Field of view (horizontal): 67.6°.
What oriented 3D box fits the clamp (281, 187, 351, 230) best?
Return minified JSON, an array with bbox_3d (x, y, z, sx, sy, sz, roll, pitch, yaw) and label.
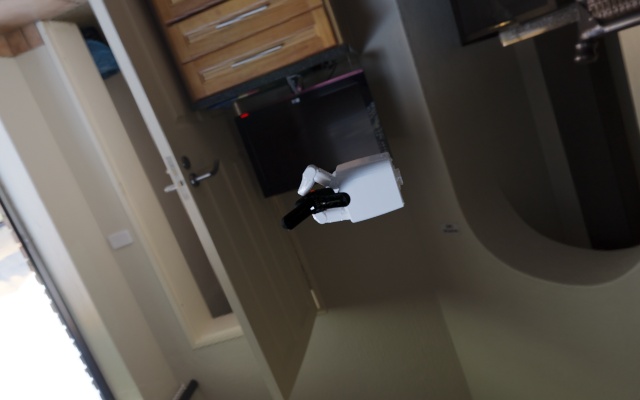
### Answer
[{"bbox_3d":[0.000,0.003,0.843,0.120,0.039,0.171,-15,13,10],"label":"clamp"}]
